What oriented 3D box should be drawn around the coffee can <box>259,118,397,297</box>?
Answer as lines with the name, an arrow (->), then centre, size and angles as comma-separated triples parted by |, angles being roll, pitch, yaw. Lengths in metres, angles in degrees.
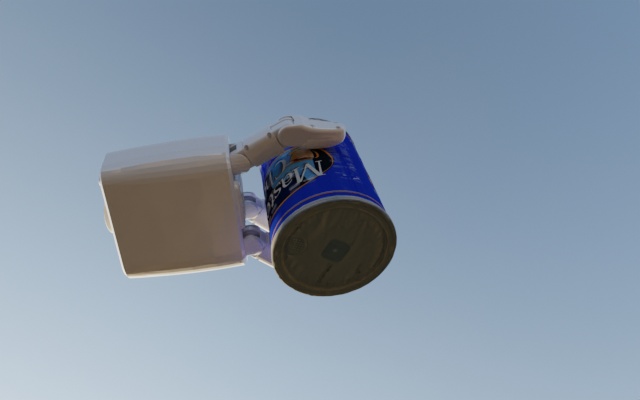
coffee can -> 0.000, 0.001, 0.437 | 0.103, 0.103, 0.140 | 0, 35, -12
